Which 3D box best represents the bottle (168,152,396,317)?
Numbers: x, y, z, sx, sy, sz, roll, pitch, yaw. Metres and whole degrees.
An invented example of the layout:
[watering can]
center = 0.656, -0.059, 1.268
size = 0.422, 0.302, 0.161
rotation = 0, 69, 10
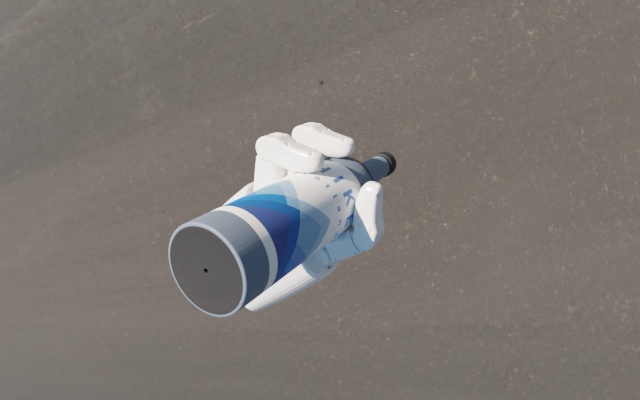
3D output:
[bottle]
center = 0.000, 0.001, 0.424
size = 0.069, 0.069, 0.295
rotation = 0, 17, 32
